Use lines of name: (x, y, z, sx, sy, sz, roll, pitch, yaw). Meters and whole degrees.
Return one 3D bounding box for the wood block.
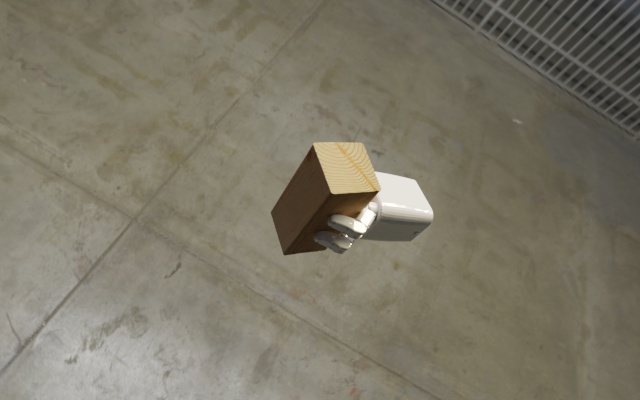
wood block: (0.000, 0.002, 0.780, 0.090, 0.090, 0.206, -4, -29, -29)
